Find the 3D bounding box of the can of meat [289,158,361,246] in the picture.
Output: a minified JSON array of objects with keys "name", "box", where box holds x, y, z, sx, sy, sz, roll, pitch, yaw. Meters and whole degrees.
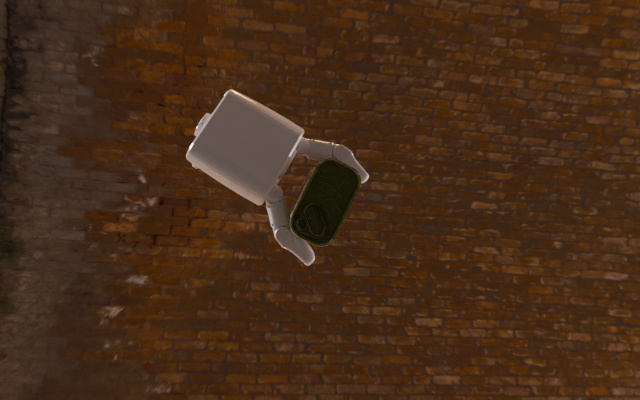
[{"name":"can of meat","box":[0.000,0.002,0.597,0.057,0.102,0.084,27,-4,-8]}]
